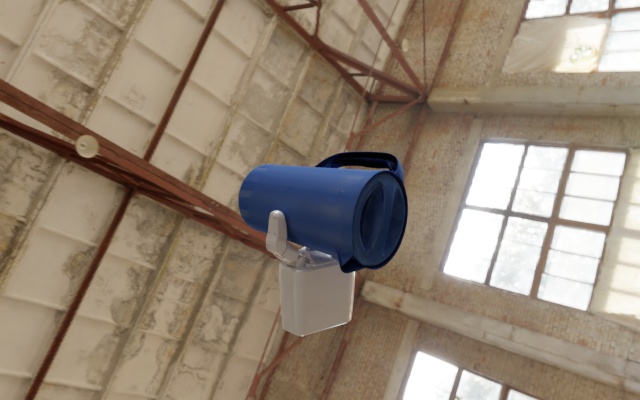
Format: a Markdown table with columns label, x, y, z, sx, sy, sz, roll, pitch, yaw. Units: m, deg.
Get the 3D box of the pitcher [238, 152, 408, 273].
| label | x | y | z | sx | sy | sz | roll | pitch | yaw |
| --- | --- | --- | --- | --- | --- | --- | --- | --- | --- |
| pitcher | 0.000 | 0.003 | 0.704 | 0.243 | 0.145 | 0.149 | 11 | 17 | 40 |
